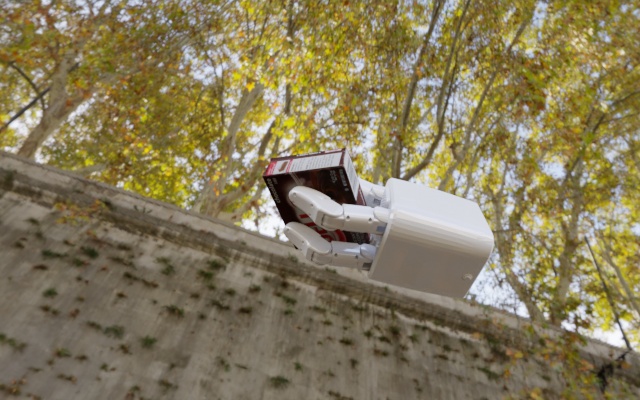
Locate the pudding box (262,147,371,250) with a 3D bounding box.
[{"bbox_3d":[0.000,0.002,0.518,0.090,0.114,0.039,-7,36,19],"label":"pudding box"}]
